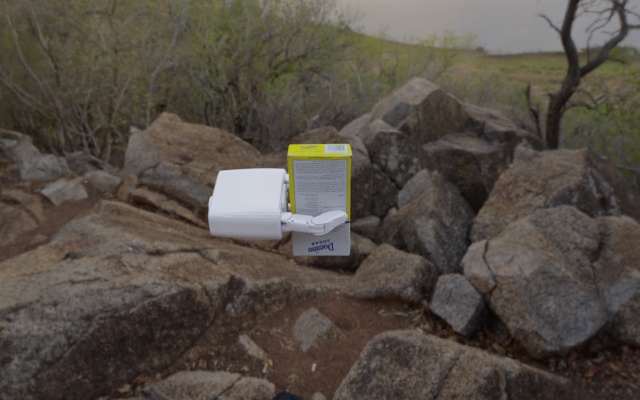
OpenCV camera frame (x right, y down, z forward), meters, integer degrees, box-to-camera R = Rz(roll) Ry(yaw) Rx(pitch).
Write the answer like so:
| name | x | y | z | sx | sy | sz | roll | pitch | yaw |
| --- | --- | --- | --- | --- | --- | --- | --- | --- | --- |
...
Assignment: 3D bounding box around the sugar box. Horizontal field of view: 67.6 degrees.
| name | x | y | z | sx | sy | sz | roll | pitch | yaw |
| --- | --- | --- | --- | --- | --- | --- | --- | --- | --- |
| sugar box | 0.000 | 0.002 | 0.733 | 0.093 | 0.176 | 0.048 | 0 | 32 | 1 |
